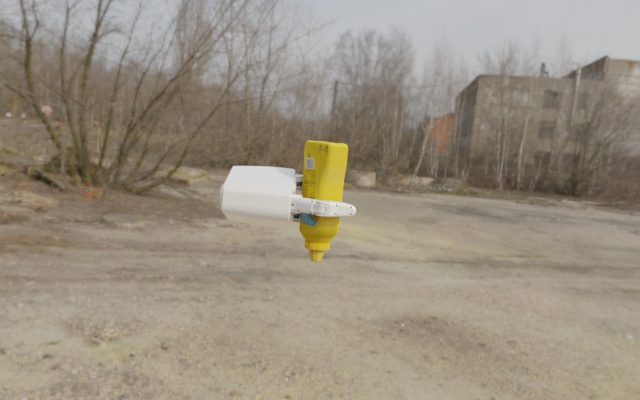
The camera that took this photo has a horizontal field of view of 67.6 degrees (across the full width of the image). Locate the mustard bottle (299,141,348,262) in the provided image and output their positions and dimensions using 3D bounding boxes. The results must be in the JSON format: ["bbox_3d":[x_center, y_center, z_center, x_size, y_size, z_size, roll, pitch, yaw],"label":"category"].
[{"bbox_3d":[0.000,0.002,0.764,0.058,0.191,0.096,2,7,-27],"label":"mustard bottle"}]
